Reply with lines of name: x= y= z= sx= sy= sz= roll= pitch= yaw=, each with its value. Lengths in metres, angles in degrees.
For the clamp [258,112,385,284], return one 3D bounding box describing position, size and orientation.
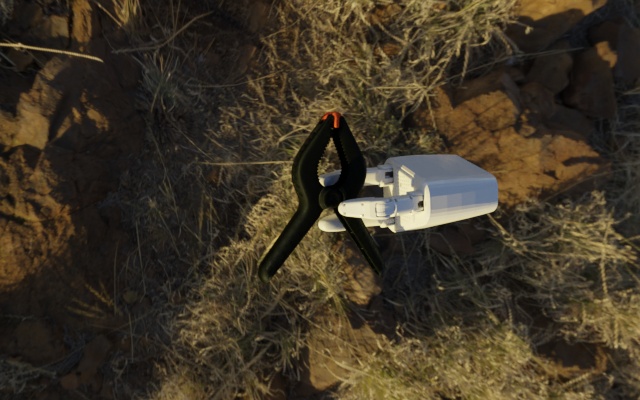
clamp: x=0.001 y=0.001 z=0.568 sx=0.164 sy=0.210 sz=0.036 roll=-7 pitch=11 yaw=-22
